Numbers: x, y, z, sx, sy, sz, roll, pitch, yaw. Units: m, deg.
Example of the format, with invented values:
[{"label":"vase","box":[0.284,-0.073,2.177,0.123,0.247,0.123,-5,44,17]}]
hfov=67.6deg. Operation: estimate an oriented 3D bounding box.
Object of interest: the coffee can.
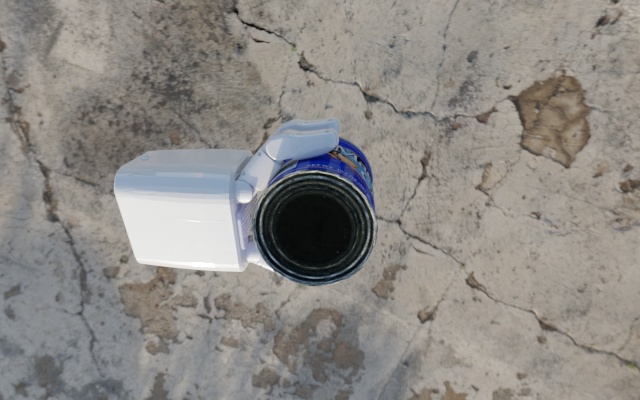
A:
[{"label":"coffee can","box":[0.000,0.001,0.450,0.103,0.103,0.140,0,19,4]}]
